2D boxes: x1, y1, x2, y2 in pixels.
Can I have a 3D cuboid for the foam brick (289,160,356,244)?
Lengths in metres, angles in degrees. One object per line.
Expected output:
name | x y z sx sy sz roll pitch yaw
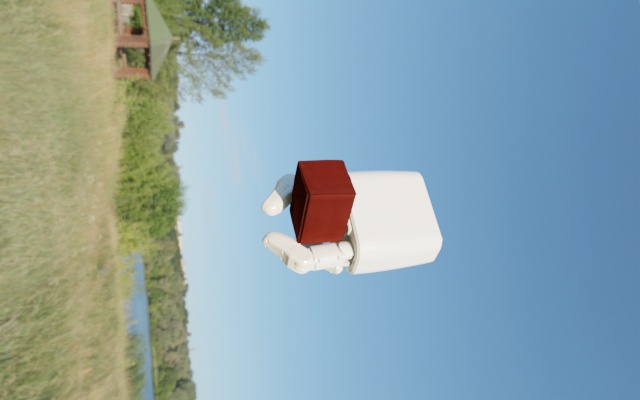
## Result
foam brick | 0.000 0.002 0.506 0.051 0.053 0.078 -3 -43 -15
